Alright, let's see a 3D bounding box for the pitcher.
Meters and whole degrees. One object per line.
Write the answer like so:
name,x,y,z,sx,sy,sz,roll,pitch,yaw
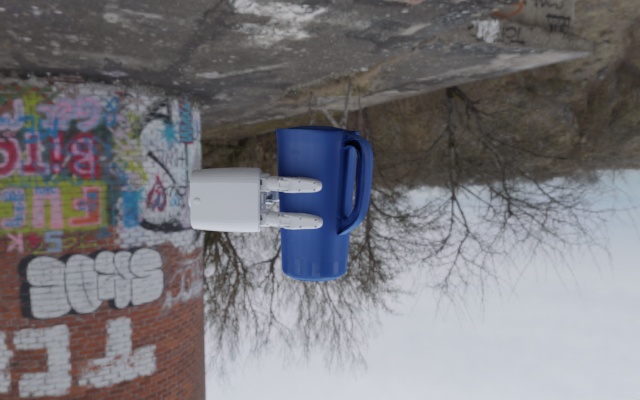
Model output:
pitcher,0.000,0.002,0.767,0.145,0.243,0.149,1,7,-3
